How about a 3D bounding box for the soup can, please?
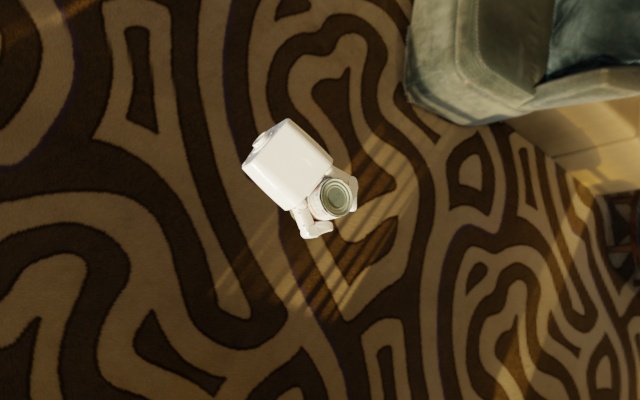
[{"bbox_3d":[0.001,0.003,0.824,0.068,0.068,0.102,0,-10,-34],"label":"soup can"}]
